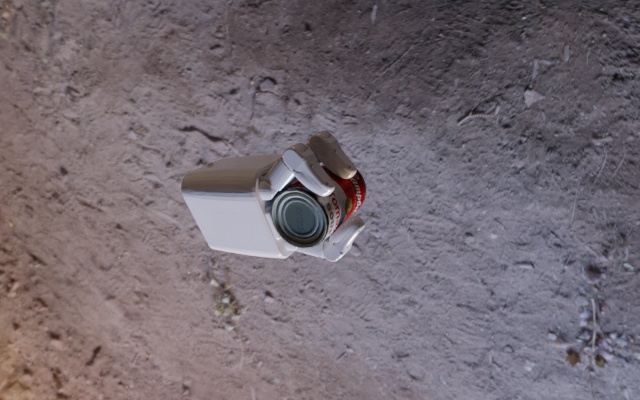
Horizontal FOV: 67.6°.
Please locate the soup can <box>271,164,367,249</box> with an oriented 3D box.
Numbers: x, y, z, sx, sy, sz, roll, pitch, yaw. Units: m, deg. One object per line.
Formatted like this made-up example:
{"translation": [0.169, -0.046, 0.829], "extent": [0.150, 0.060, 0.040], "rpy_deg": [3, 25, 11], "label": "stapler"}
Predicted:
{"translation": [0.000, 0.002, 0.521], "extent": [0.068, 0.068, 0.102], "rpy_deg": [0, 20, 29], "label": "soup can"}
